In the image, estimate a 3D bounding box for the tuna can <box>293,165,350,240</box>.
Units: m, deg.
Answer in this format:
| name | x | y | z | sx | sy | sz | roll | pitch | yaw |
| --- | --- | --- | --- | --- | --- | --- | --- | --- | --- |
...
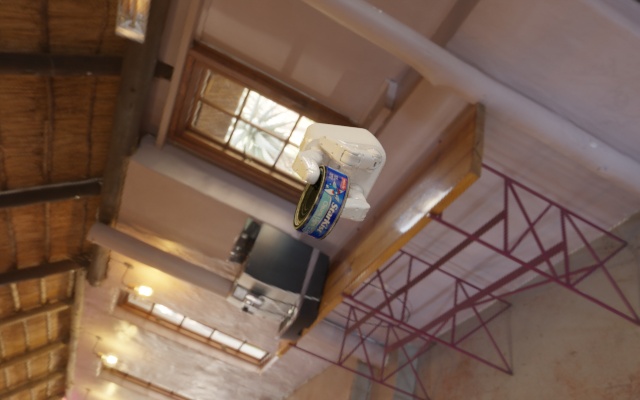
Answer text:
| name | x | y | z | sx | sy | sz | roll | pitch | yaw |
| --- | --- | --- | --- | --- | --- | --- | --- | --- | --- |
| tuna can | 0.000 | 0.002 | 0.569 | 0.034 | 0.086 | 0.086 | 24 | -7 | -15 |
